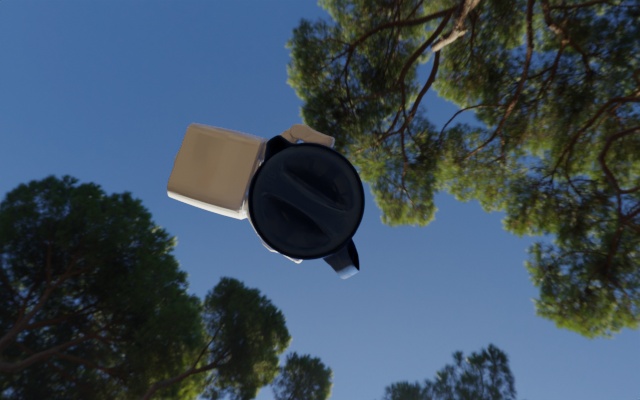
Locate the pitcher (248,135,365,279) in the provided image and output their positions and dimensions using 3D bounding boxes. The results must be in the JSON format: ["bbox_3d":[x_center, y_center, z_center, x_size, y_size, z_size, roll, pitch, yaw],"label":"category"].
[{"bbox_3d":[0.000,0.002,0.648,0.145,0.149,0.243,15,6,5],"label":"pitcher"}]
